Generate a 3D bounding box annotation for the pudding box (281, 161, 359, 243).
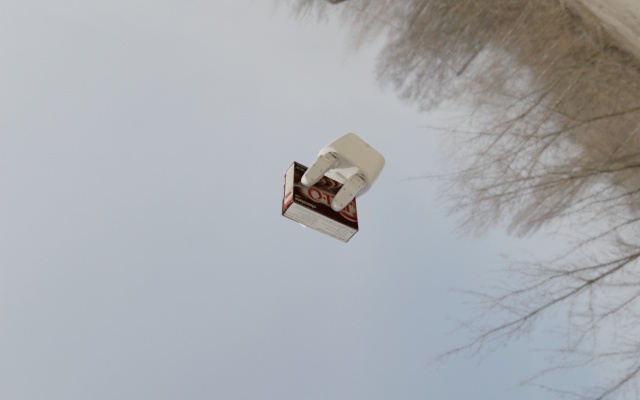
[{"bbox_3d":[0.000,0.002,0.702,0.113,0.039,0.090,22,37,-20],"label":"pudding box"}]
